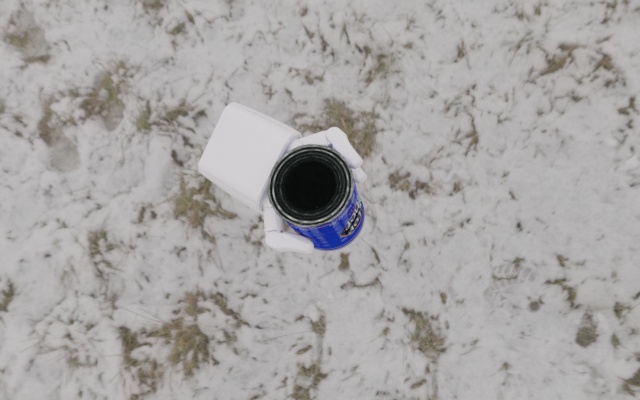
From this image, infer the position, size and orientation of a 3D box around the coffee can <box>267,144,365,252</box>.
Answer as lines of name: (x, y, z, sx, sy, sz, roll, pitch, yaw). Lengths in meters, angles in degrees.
coffee can: (0.000, 0.002, 0.615, 0.103, 0.102, 0.140, 0, -17, 11)
